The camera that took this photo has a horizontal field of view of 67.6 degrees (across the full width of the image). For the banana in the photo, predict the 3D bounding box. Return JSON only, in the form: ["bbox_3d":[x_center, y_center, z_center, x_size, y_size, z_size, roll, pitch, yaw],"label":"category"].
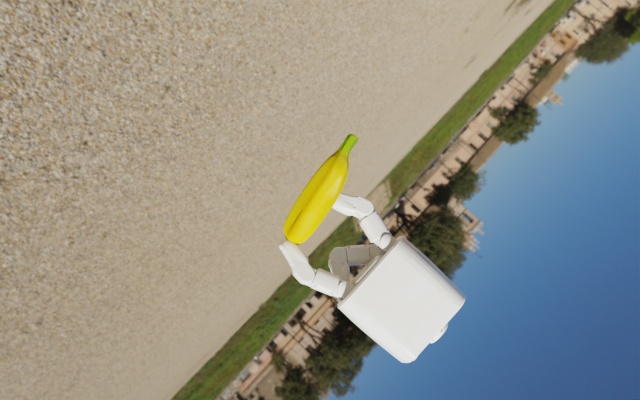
[{"bbox_3d":[-0.009,0.010,0.555,0.069,0.037,0.198,-44,-8,-42],"label":"banana"}]
